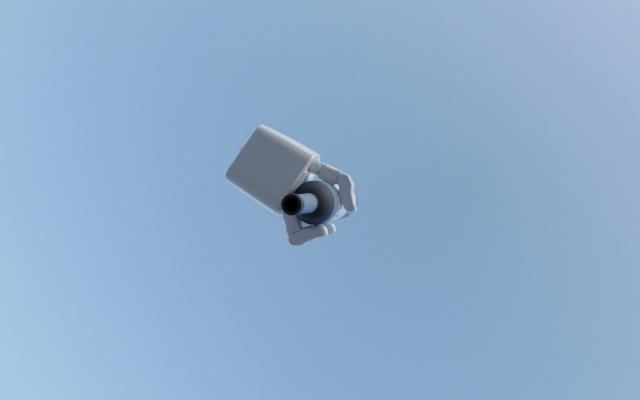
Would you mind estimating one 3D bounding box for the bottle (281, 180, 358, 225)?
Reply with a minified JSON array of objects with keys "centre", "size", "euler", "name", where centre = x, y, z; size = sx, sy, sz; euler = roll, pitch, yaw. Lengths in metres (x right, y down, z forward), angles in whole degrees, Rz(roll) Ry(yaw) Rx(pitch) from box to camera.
[{"centre":[0.000,0.002,0.743],"size":[0.069,0.069,0.295],"euler":[0,1,15],"name":"bottle"}]
